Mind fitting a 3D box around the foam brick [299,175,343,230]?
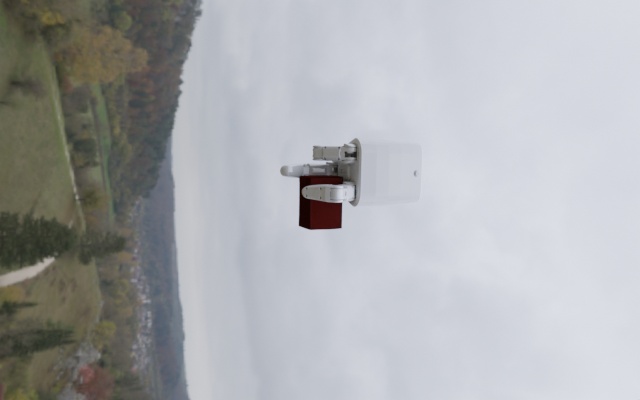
[{"bbox_3d":[0.000,0.003,0.703,0.051,0.078,0.053,-1,6,-21],"label":"foam brick"}]
